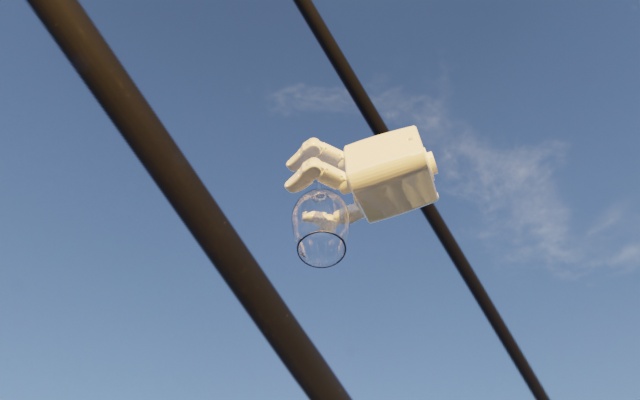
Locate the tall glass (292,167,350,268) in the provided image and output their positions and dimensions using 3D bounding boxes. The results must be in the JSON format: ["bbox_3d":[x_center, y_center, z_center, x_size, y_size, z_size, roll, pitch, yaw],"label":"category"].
[{"bbox_3d":[0.000,0.002,0.669,0.079,0.079,0.201,0,37,-1],"label":"tall glass"}]
